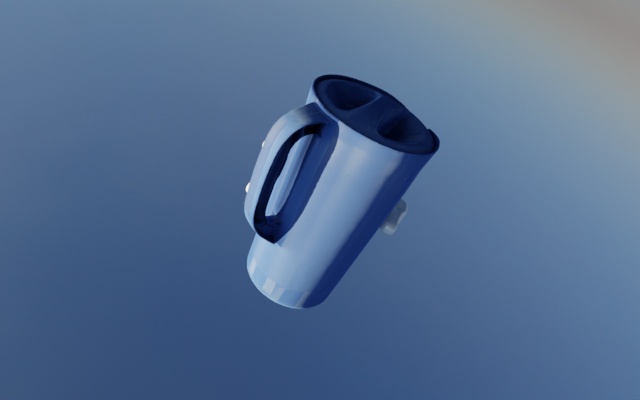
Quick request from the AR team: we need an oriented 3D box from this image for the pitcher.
[{"bbox_3d":[0.000,0.002,0.503,0.149,0.243,0.145,25,32,-6],"label":"pitcher"}]
